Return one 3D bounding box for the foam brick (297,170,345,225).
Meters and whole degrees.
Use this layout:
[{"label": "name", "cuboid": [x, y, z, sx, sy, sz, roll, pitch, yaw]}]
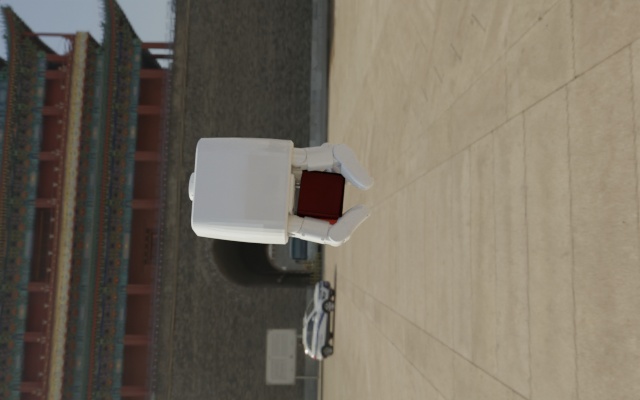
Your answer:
[{"label": "foam brick", "cuboid": [0.000, 0.002, 0.573, 0.051, 0.053, 0.078, 6, -19, 0]}]
